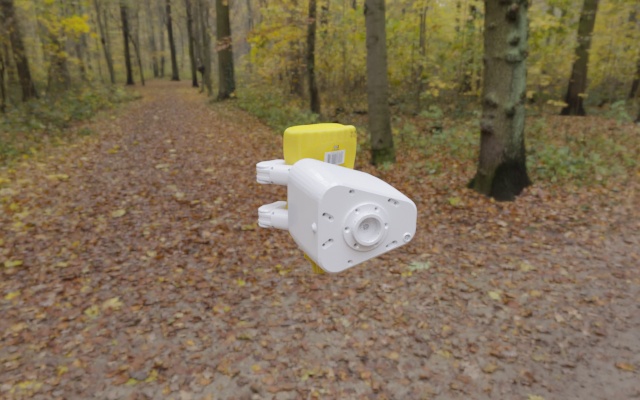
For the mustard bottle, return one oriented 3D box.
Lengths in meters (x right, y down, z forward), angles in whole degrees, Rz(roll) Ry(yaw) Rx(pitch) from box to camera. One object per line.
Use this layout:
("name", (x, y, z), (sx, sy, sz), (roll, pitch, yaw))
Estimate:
("mustard bottle", (0.000, 0.002, 0.606), (0.096, 0.192, 0.058), (-14, 21, -41))
